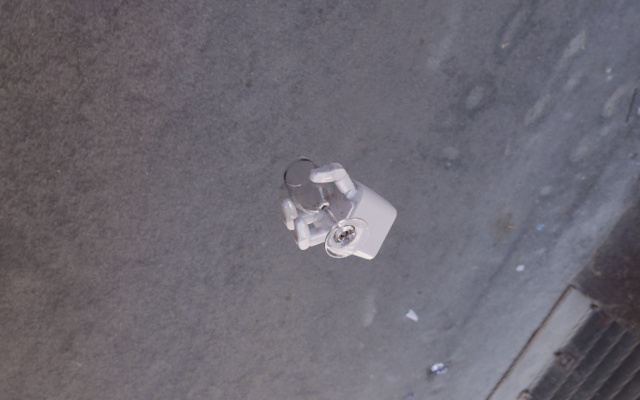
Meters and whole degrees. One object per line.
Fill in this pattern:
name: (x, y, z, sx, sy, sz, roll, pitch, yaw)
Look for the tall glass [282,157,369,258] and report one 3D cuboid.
tall glass: (0.000, 0.003, 0.782, 0.079, 0.079, 0.201, 0, 33, -29)
